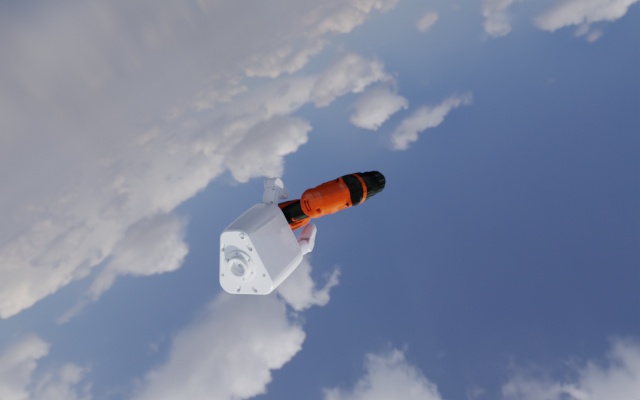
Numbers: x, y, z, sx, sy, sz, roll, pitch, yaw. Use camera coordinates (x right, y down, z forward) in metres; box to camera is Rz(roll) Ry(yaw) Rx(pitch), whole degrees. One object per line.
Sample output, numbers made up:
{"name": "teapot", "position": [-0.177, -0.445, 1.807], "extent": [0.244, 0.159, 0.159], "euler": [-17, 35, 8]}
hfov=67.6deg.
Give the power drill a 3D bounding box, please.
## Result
{"name": "power drill", "position": [0.000, 0.003, 0.819], "extent": [0.184, 0.057, 0.188], "euler": [-16, -6, -44]}
